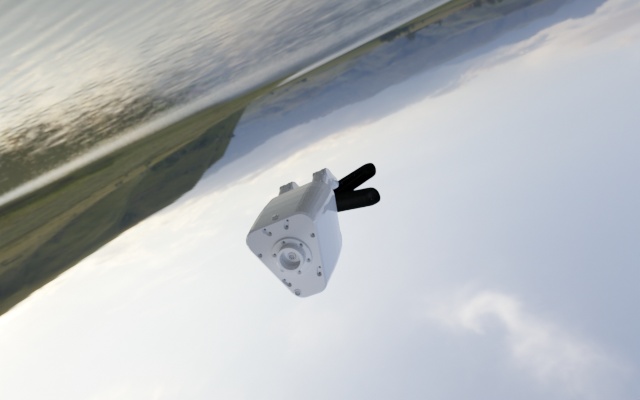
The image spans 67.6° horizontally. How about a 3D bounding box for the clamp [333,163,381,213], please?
[{"bbox_3d":[0.000,0.003,0.742,0.210,0.036,0.164,-22,14,18],"label":"clamp"}]
